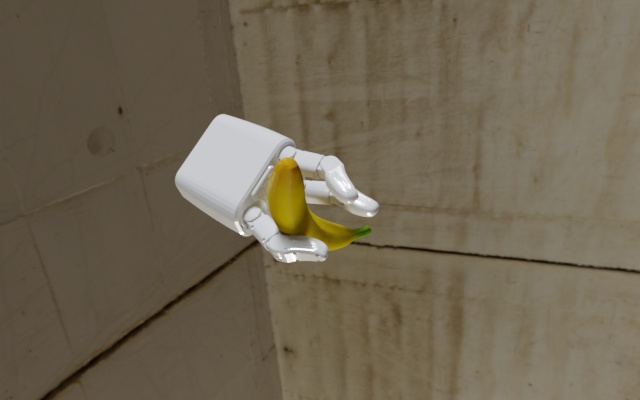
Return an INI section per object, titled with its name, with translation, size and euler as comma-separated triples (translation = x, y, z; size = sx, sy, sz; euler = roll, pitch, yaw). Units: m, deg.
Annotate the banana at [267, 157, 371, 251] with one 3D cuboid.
[banana]
translation = -0.012, 0.015, 0.499
size = 0.037, 0.069, 0.198
euler = 51, 7, 32
